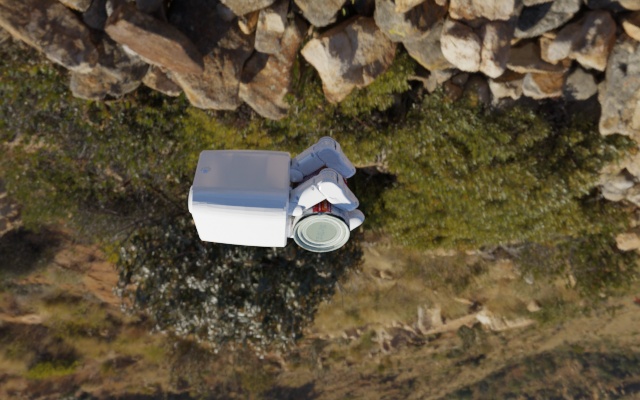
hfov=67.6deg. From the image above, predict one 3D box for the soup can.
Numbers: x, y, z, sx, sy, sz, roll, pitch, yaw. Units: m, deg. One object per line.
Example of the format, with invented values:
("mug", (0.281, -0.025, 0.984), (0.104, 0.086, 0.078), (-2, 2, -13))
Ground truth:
("soup can", (0.001, 0.002, 0.575), (0.068, 0.102, 0.069), (-1, -44, -1))
